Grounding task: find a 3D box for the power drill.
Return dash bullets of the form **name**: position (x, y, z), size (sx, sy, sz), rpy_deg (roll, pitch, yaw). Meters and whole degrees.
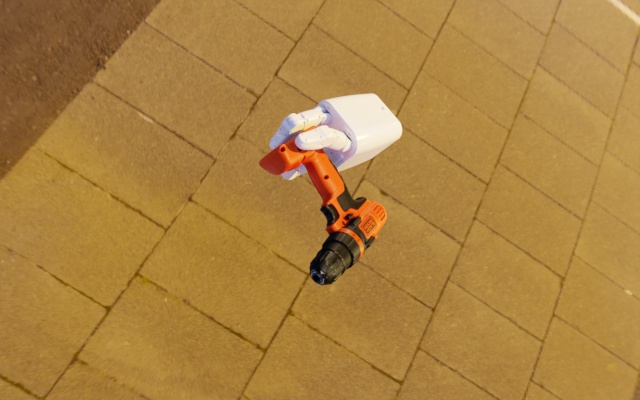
- **power drill**: position (0.000, 0.002, 0.652), size (0.057, 0.187, 0.184), rpy_deg (-29, 8, 38)
